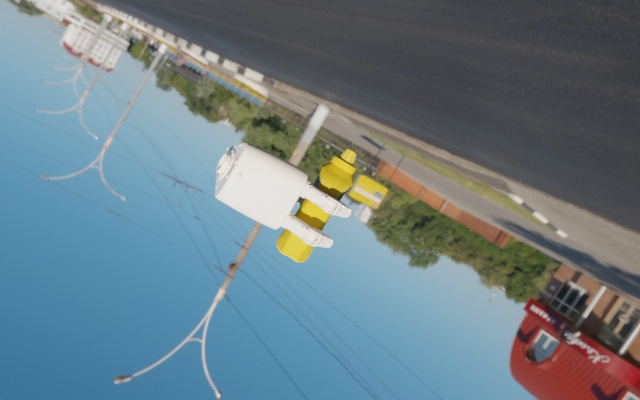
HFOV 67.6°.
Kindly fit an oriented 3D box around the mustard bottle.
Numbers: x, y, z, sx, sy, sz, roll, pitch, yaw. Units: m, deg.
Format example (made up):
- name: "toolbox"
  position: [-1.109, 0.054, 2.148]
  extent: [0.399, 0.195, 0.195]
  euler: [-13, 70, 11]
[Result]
- name: "mustard bottle"
  position: [0.000, 0.003, 0.765]
  extent: [0.058, 0.191, 0.096]
  euler: [31, 6, 0]
